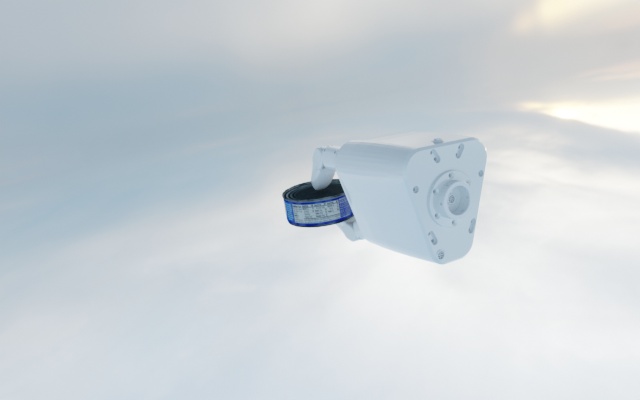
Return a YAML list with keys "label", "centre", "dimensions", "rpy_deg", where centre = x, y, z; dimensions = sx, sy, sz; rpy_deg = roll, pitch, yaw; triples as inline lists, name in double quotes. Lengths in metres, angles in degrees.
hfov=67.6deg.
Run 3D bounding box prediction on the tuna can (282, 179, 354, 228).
- label: "tuna can"
  centre: [0.000, 0.002, 0.555]
  dimensions: [0.086, 0.034, 0.086]
  rpy_deg: [-8, 16, 2]
